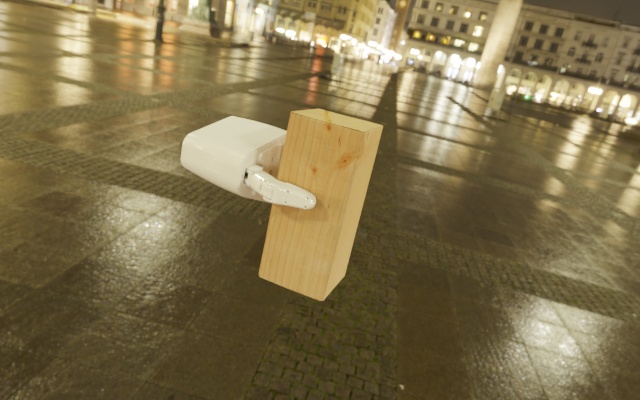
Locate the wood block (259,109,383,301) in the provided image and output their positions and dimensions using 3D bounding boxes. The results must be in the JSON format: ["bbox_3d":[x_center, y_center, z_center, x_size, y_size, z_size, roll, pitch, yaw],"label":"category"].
[{"bbox_3d":[0.000,0.002,0.581,0.090,0.206,0.091,18,18,17],"label":"wood block"}]
